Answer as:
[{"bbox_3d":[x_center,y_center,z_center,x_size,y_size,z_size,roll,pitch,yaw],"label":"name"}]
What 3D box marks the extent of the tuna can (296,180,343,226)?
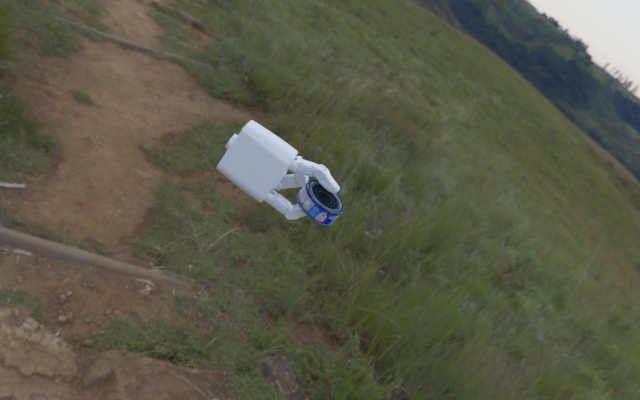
[{"bbox_3d":[0.001,0.003,0.872,0.034,0.086,0.086,-47,-26,27],"label":"tuna can"}]
